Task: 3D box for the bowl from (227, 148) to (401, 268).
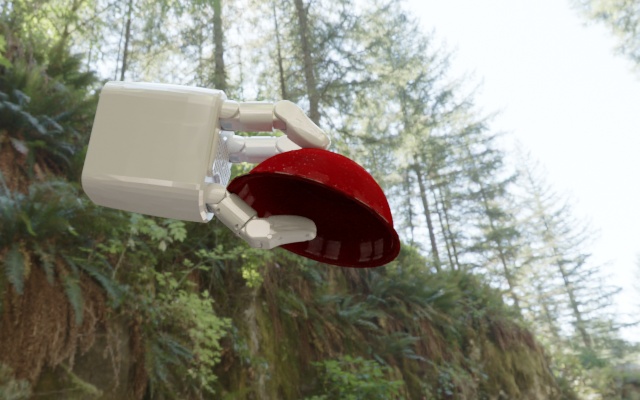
[{"bbox_3d":[0.001,0.002,0.435,0.162,0.055,0.162,17,-27,9],"label":"bowl"}]
